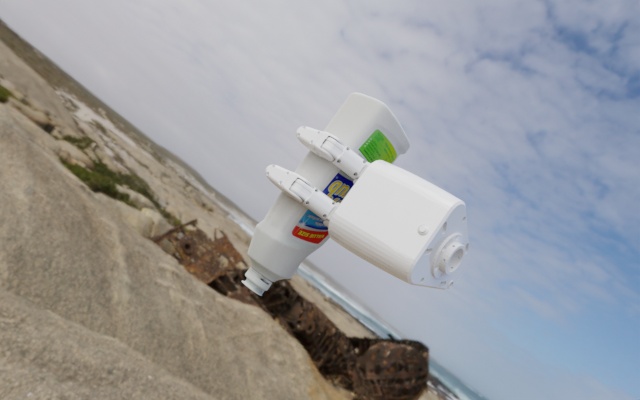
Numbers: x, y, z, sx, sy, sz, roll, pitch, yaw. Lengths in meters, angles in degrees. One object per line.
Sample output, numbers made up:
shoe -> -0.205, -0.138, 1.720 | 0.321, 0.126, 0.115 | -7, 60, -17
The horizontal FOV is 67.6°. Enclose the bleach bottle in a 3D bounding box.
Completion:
bleach bottle -> 0.000, 0.002, 0.555 | 0.068, 0.251, 0.103 | 30, -9, 39
